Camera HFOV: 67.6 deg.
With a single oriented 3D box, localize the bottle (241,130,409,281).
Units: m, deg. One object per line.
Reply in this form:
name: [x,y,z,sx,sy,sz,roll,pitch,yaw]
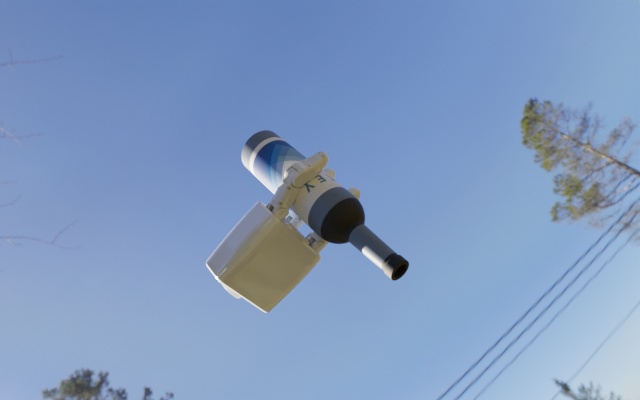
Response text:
bottle: [0.000,0.002,0.615,0.069,0.069,0.295,0,31,-44]
